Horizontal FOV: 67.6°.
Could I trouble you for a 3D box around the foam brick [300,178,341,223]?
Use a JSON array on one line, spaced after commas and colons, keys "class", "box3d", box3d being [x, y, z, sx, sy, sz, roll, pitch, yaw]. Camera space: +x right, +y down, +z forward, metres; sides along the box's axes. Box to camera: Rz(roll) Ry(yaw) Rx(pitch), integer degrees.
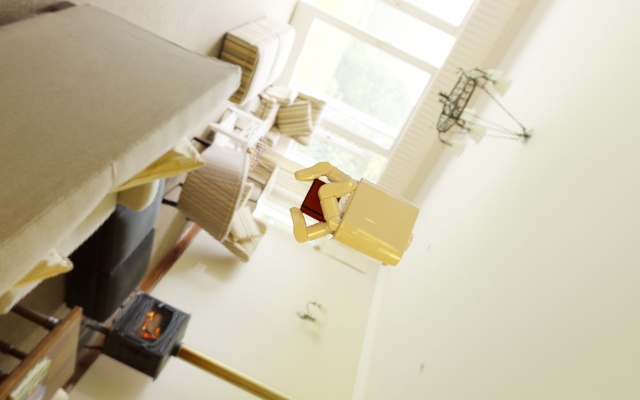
[{"class": "foam brick", "box3d": [0.000, 0.002, 0.775, 0.051, 0.053, 0.078, 27, -8, -1]}]
